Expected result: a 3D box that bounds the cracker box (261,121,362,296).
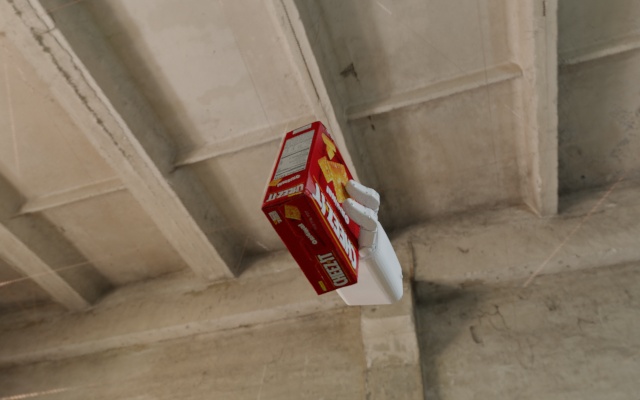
[{"bbox_3d":[0.000,0.002,0.704,0.072,0.164,0.213,-20,30,19],"label":"cracker box"}]
